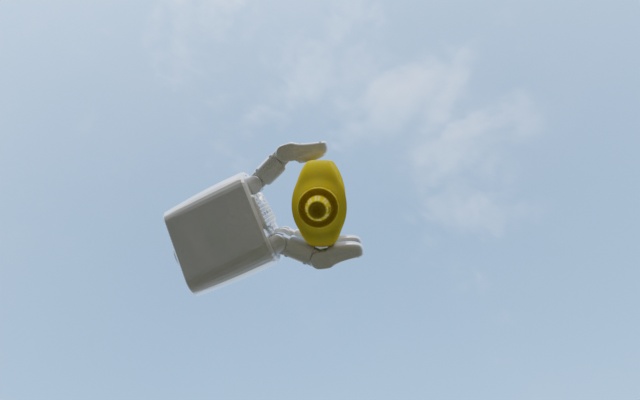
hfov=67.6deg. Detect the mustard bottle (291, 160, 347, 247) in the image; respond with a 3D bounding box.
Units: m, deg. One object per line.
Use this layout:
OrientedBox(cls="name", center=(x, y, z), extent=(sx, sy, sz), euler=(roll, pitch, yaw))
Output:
OrientedBox(cls="mustard bottle", center=(0.000, 0.002, 0.543), extent=(0.058, 0.096, 0.191), euler=(-1, 4, 3))
